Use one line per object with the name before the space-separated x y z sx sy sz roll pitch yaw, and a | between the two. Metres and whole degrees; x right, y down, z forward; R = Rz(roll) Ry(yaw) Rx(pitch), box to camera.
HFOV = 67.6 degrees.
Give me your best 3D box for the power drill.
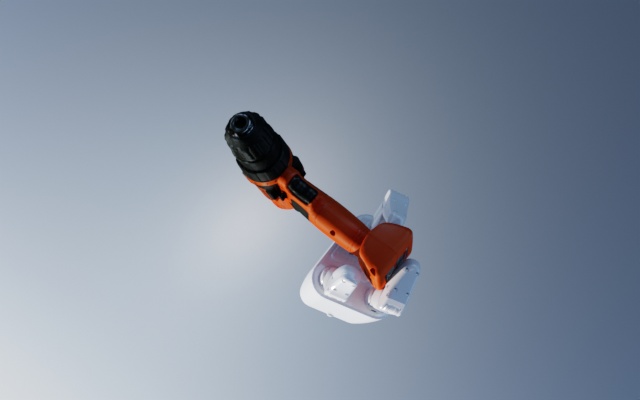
power drill | 0.000 0.002 0.462 0.187 0.057 0.184 39 -6 19
